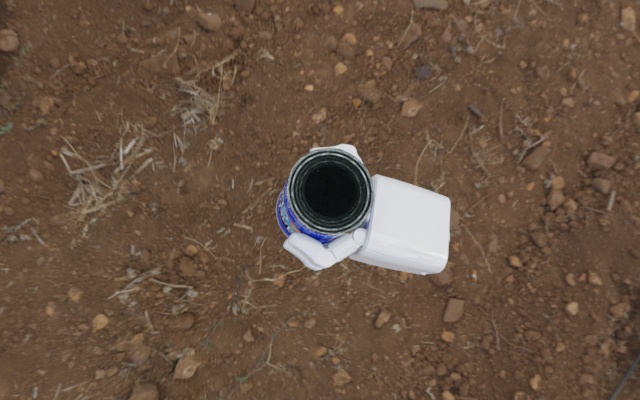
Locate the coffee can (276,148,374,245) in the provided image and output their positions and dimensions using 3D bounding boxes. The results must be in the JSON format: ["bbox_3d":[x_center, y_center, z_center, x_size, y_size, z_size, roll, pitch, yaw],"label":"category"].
[{"bbox_3d":[0.000,0.002,0.610,0.103,0.102,0.140,0,-11,-10],"label":"coffee can"}]
